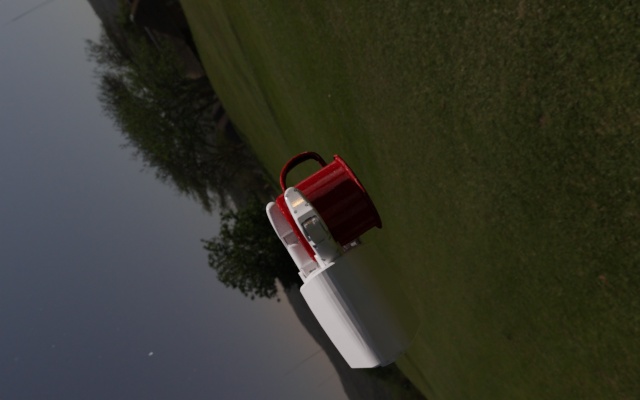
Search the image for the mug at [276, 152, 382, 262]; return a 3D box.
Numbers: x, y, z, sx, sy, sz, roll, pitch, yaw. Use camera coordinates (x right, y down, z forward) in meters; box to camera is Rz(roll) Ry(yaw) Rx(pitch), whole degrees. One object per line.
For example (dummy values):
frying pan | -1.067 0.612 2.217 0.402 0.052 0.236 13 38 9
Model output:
mug | -0.001 0.001 0.510 0.081 0.117 0.093 -32 -12 -4
